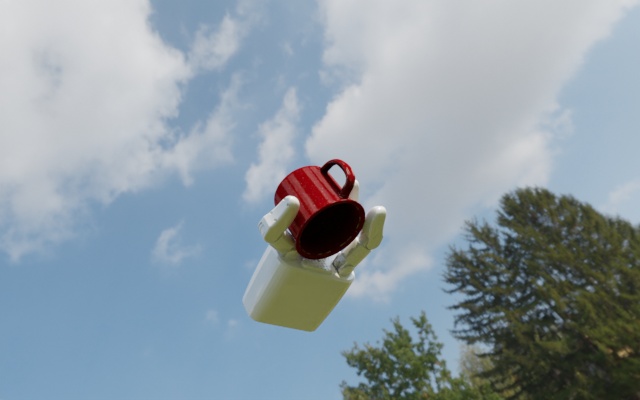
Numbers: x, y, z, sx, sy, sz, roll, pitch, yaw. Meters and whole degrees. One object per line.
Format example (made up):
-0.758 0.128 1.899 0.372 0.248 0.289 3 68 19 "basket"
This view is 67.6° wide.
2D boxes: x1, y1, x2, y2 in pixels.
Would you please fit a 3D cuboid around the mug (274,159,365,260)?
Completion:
0.001 0.001 0.577 0.093 0.117 0.081 7 34 -40 "mug"
